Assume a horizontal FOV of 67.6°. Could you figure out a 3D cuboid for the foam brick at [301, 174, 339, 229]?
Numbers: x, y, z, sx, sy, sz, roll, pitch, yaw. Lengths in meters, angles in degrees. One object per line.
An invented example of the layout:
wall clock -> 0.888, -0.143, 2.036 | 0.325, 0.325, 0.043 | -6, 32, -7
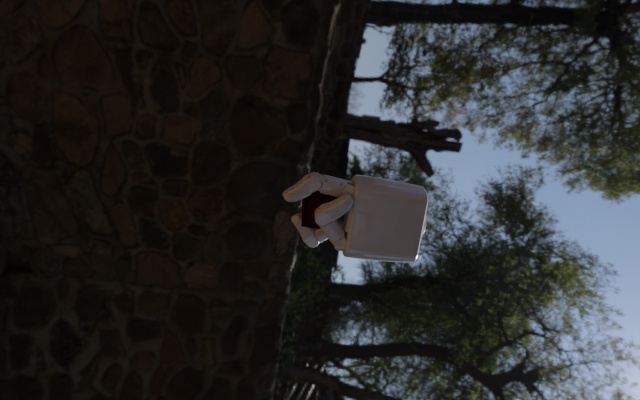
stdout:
foam brick -> 0.000, 0.002, 0.717 | 0.051, 0.053, 0.078 | 7, 28, -6
